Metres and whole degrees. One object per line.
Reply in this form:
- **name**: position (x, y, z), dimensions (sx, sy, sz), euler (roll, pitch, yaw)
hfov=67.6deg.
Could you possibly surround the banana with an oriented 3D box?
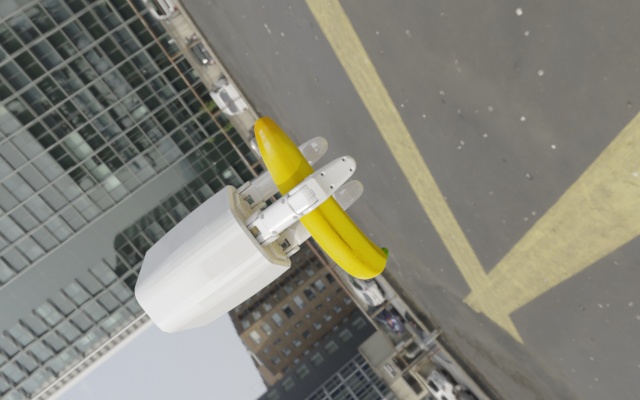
- **banana**: position (0.005, 0.012, 0.426), dimensions (0.037, 0.198, 0.069), euler (-36, 28, 10)
